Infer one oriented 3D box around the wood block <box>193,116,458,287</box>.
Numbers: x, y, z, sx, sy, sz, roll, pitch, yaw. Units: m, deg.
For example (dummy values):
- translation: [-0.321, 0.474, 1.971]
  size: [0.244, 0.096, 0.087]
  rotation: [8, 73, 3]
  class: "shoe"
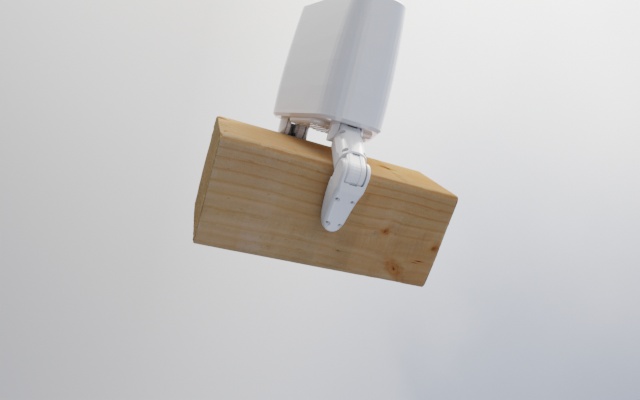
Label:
- translation: [0.000, 0.001, 0.424]
  size: [0.206, 0.090, 0.090]
  rotation: [13, 15, -18]
  class: "wood block"
